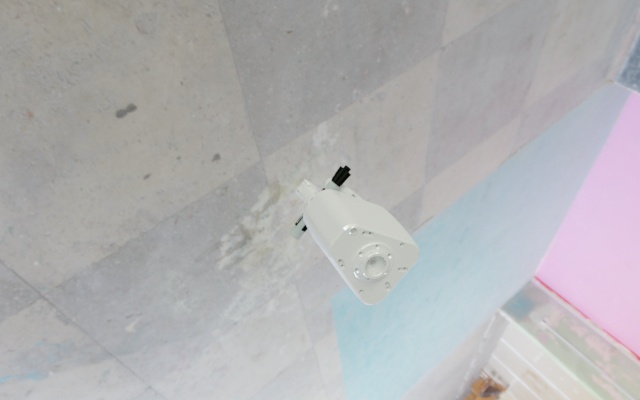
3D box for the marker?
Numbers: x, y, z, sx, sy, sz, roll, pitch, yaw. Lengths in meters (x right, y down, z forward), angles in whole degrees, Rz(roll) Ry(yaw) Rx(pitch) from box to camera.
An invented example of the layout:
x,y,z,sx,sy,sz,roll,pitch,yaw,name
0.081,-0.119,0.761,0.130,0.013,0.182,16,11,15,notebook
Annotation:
x,y,z,sx,sy,sz,roll,pitch,yaw,name
0.000,0.002,0.646,0.020,0.121,0.020,38,7,-6,marker
